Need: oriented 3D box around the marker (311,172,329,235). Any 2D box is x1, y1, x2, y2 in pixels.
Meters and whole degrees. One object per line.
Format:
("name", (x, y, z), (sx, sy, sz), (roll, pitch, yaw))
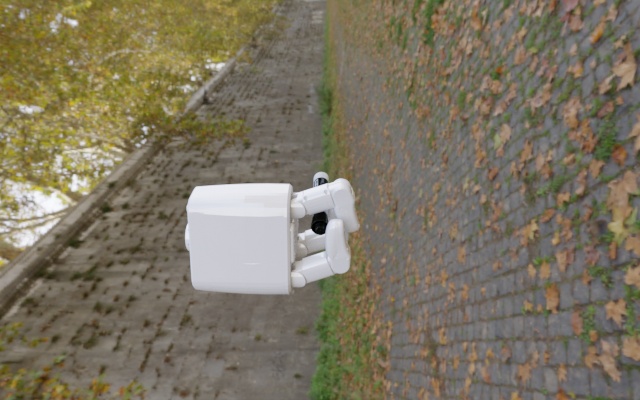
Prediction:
("marker", (0.000, 0.002, 0.536), (0.020, 0.020, 0.121), (0, 29, 1))
